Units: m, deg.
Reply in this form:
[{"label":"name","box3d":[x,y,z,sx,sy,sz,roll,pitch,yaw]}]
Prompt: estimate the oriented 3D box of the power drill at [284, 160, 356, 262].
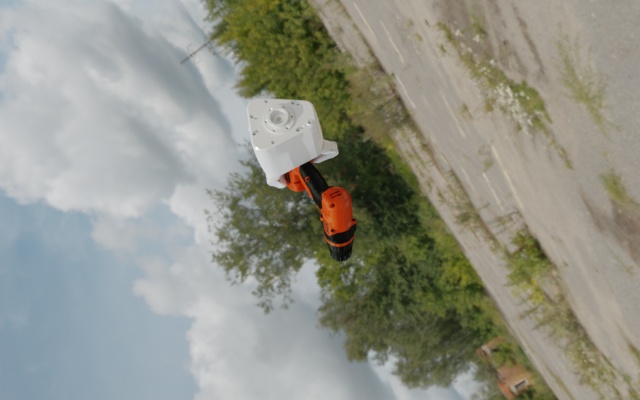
[{"label":"power drill","box3d":[0.000,0.002,0.856,0.057,0.187,0.185,-26,-36,-17]}]
